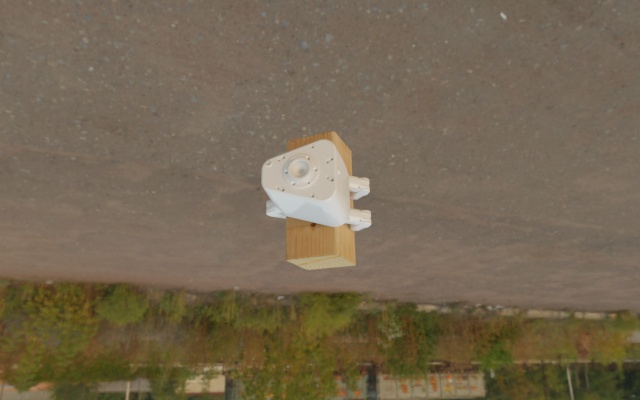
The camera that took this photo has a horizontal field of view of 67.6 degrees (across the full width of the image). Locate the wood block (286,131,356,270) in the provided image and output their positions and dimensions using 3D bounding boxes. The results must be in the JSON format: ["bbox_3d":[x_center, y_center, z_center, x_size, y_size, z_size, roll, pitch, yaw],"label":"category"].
[{"bbox_3d":[0.000,0.003,0.796,0.091,0.206,0.090,-8,-21,21],"label":"wood block"}]
